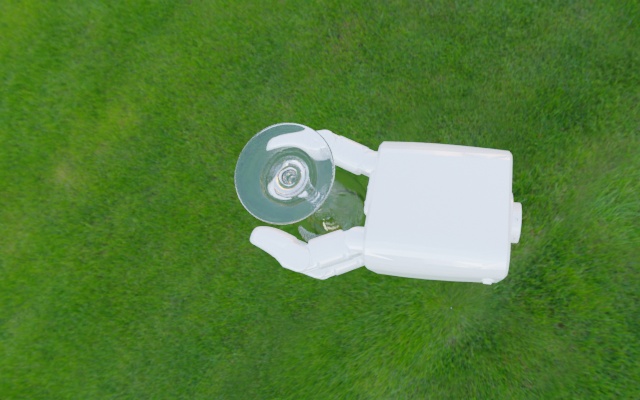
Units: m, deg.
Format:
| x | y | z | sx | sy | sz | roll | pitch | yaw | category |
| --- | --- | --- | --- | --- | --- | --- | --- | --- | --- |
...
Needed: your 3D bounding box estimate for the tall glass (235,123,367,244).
| x | y | z | sx | sy | sz | roll | pitch | yaw | category |
| --- | --- | --- | --- | --- | --- | --- | --- | --- | --- |
| 0.000 | 0.001 | 0.428 | 0.079 | 0.079 | 0.201 | 0 | -12 | 15 | tall glass |
